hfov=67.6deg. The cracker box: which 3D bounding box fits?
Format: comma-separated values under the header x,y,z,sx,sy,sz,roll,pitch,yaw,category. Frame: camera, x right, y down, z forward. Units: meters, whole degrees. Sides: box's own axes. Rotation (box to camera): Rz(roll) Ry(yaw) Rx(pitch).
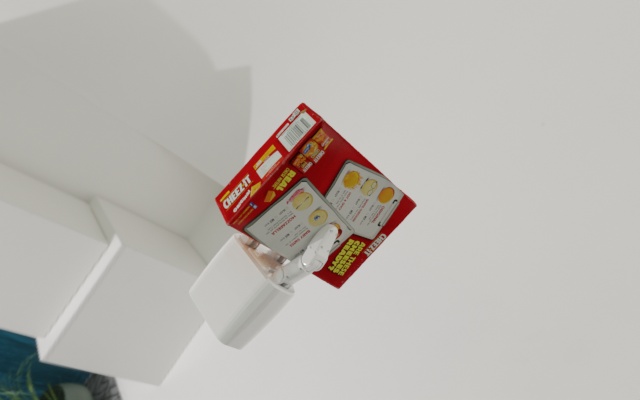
x,y,z,sx,sy,sz,roll,pitch,yaw,category
0.000,0.002,0.619,0.214,0.164,0.072,36,9,-40,cracker box
